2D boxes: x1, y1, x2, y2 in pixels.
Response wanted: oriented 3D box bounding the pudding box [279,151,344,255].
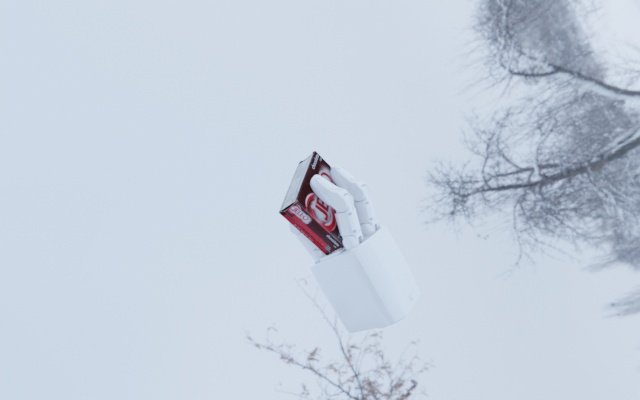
[{"bbox_3d":[0.000,0.002,0.629,0.039,0.090,0.113,-31,26,31],"label":"pudding box"}]
